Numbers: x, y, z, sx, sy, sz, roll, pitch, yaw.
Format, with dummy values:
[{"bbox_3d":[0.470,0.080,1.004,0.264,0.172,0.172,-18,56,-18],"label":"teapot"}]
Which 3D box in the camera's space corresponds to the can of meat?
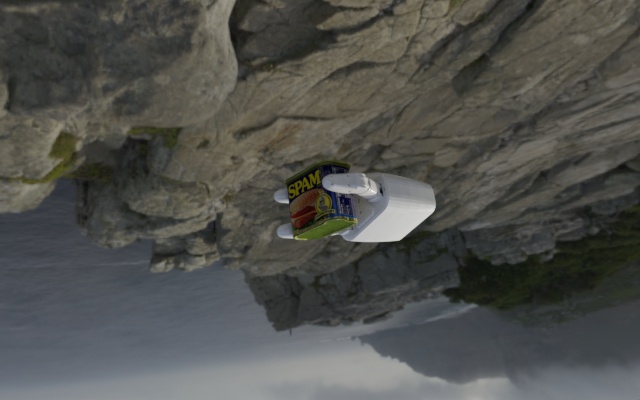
[{"bbox_3d":[0.000,0.002,0.650,0.057,0.084,0.102,8,-24,-40],"label":"can of meat"}]
